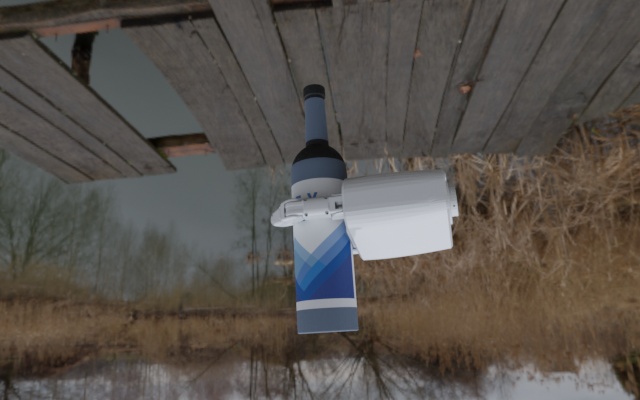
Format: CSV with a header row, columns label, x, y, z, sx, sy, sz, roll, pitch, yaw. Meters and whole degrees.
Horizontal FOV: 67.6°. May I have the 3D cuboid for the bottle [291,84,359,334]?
label,x,y,z,sx,sy,sz,roll,pitch,yaw
bottle,0.000,0.002,0.559,0.069,0.295,0.069,-3,-16,-1
